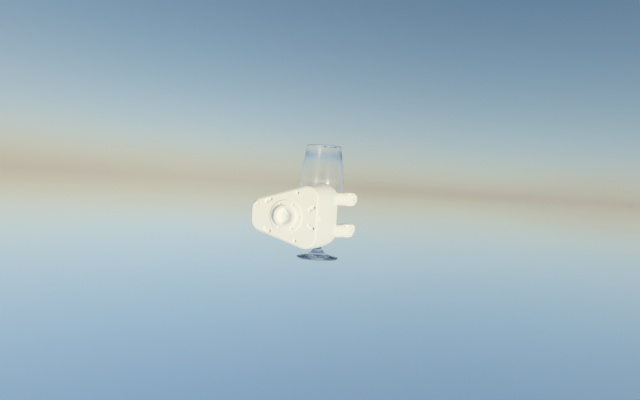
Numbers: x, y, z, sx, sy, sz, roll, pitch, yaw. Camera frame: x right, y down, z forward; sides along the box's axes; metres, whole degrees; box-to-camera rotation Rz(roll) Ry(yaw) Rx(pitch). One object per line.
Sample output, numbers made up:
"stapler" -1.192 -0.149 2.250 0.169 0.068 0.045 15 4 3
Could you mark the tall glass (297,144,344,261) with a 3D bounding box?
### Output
"tall glass" 0.000 0.003 0.851 0.079 0.201 0.079 4 2 0
